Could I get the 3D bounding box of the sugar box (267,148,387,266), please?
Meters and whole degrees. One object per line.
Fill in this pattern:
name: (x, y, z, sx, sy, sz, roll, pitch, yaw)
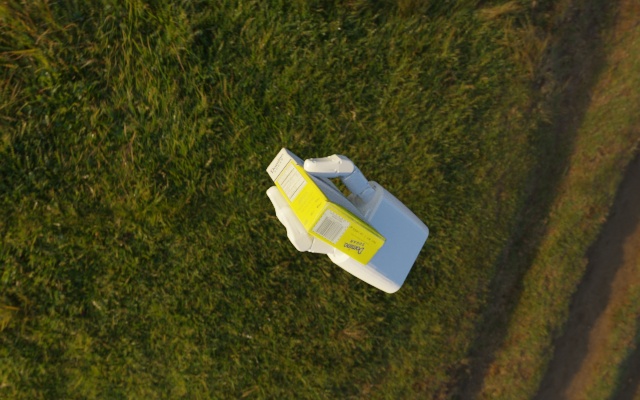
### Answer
sugar box: (0.000, 0.002, 0.580, 0.093, 0.048, 0.176, 34, 6, -30)
